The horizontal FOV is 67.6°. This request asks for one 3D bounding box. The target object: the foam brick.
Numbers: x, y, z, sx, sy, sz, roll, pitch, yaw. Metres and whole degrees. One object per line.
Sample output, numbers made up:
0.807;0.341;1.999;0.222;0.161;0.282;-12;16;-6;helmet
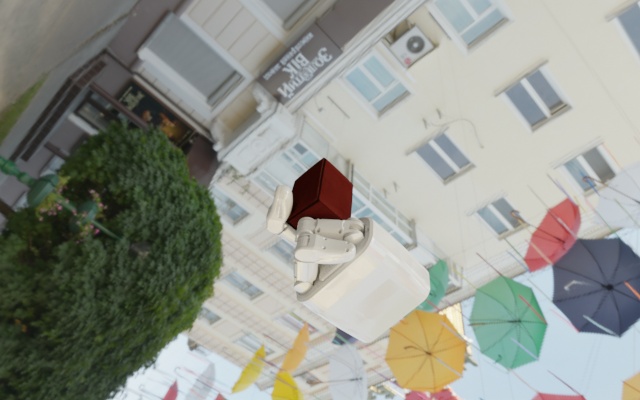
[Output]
0.000;0.001;0.544;0.051;0.078;0.053;40;-56;-23;foam brick
